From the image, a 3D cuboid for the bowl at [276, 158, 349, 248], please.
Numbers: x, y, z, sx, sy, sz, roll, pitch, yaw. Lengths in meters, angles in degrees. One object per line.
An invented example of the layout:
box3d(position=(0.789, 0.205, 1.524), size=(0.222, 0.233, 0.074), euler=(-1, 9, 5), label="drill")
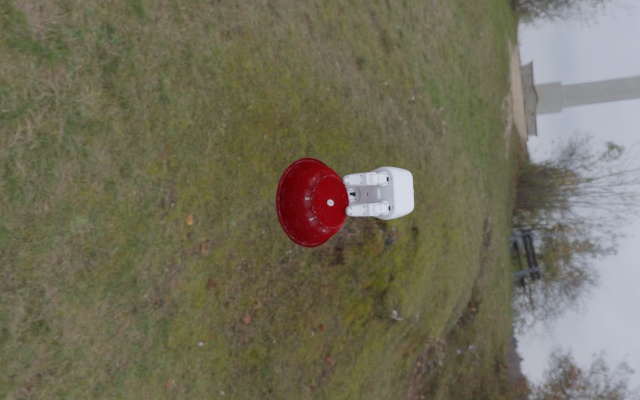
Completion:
box3d(position=(0.000, 0.003, 0.837), size=(0.162, 0.162, 0.055), euler=(0, -2, -44), label="bowl")
